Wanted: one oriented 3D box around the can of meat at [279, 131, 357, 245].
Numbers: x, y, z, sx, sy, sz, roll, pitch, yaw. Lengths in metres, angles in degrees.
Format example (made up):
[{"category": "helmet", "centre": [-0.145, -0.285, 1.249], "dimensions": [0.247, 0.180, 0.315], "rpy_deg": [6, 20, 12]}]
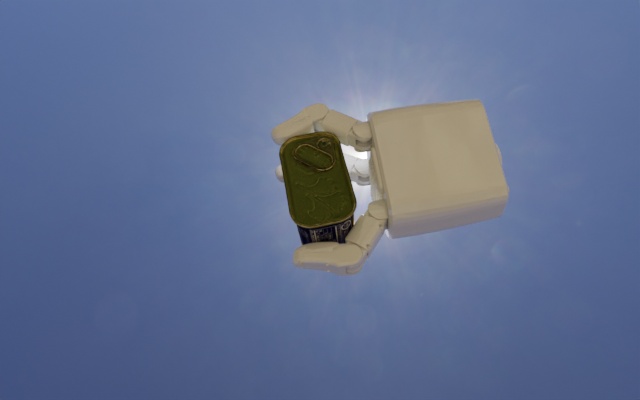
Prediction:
[{"category": "can of meat", "centre": [0.000, 0.002, 0.450], "dimensions": [0.057, 0.102, 0.084], "rpy_deg": [-12, -35, -2]}]
